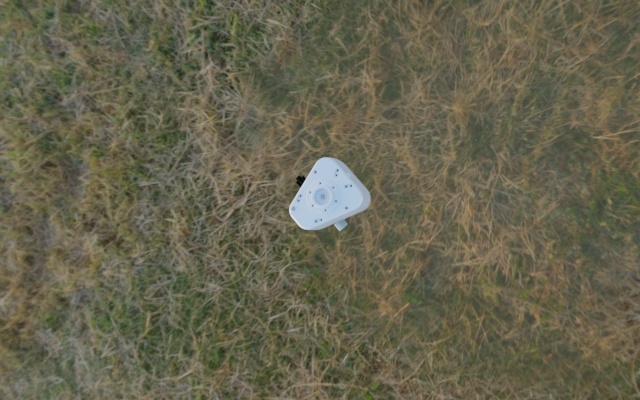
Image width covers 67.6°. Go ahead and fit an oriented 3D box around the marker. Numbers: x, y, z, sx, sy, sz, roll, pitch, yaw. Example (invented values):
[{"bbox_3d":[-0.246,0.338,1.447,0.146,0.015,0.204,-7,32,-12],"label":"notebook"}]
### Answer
[{"bbox_3d":[0.000,0.003,0.837,0.020,0.121,0.020,-41,-7,-6],"label":"marker"}]
